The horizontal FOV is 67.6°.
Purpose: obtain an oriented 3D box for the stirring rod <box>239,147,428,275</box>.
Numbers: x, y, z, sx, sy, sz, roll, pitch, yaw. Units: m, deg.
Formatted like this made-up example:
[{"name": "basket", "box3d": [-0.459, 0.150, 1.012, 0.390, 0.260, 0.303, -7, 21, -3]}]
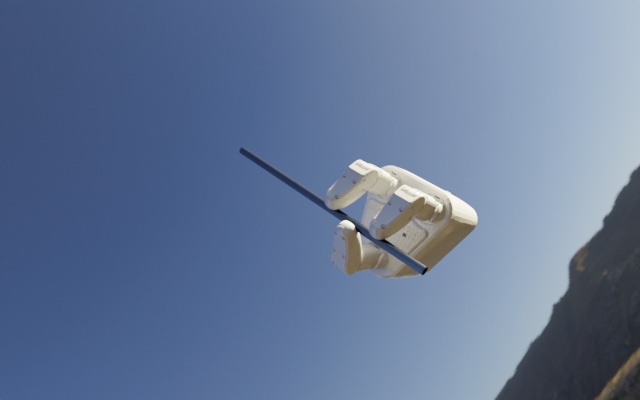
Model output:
[{"name": "stirring rod", "box3d": [0.000, 0.002, 0.451, 0.239, 0.011, 0.011, 33, 19, 33]}]
